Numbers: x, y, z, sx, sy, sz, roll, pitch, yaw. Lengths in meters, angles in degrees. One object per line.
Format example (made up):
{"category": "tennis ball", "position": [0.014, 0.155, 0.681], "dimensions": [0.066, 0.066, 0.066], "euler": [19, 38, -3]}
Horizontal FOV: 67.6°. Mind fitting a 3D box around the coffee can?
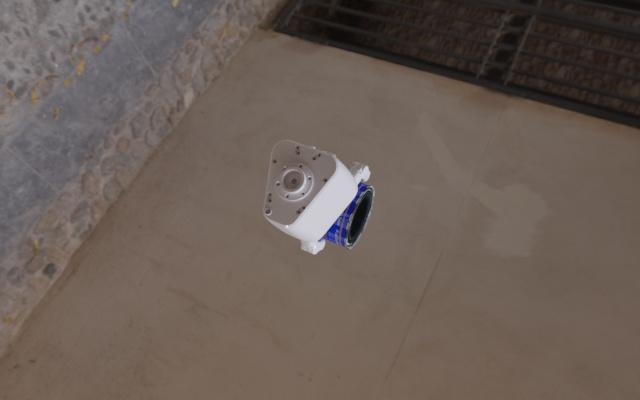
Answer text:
{"category": "coffee can", "position": [0.000, 0.002, 0.744], "dimensions": [0.140, 0.103, 0.103], "euler": [21, 7, 19]}
